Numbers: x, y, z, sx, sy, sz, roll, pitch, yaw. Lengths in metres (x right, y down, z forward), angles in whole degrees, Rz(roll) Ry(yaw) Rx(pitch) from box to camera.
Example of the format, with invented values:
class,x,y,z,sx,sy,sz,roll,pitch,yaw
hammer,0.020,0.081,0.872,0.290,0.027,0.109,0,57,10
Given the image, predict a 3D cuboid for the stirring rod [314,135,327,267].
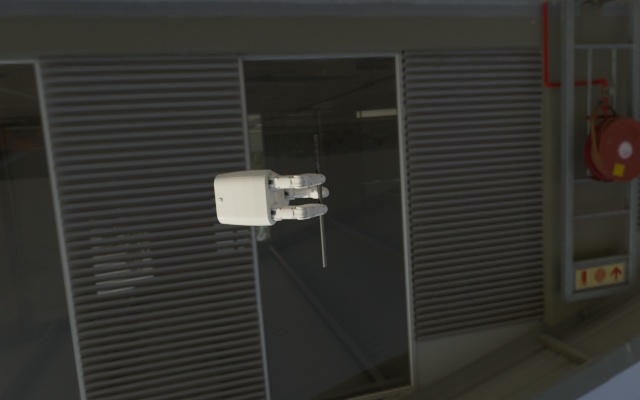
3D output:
class,x,y,z,sx,sy,sz,roll,pitch,yaw
stirring rod,0.000,0.003,0.862,0.011,0.239,0.011,-4,8,1
